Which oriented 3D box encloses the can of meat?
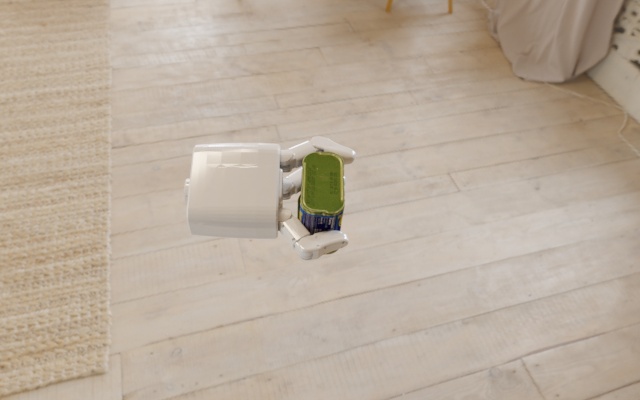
[{"bbox_3d":[0.000,0.002,0.594,0.057,0.102,0.084,2,-39,-3],"label":"can of meat"}]
